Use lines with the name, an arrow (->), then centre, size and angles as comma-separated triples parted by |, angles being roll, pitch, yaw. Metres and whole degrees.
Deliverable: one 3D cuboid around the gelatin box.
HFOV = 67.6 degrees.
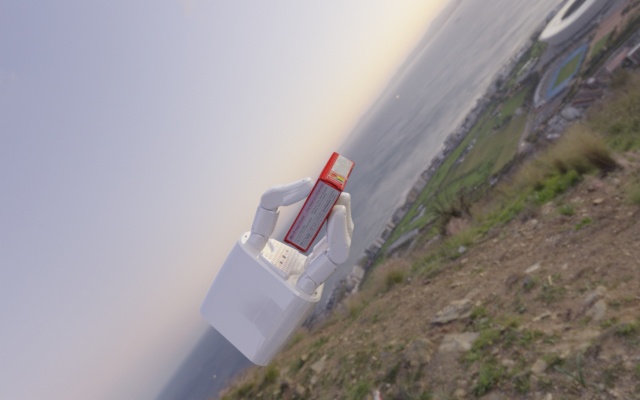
gelatin box -> 0.000, 0.001, 0.508 | 0.030, 0.089, 0.073 | 29, 29, 0
